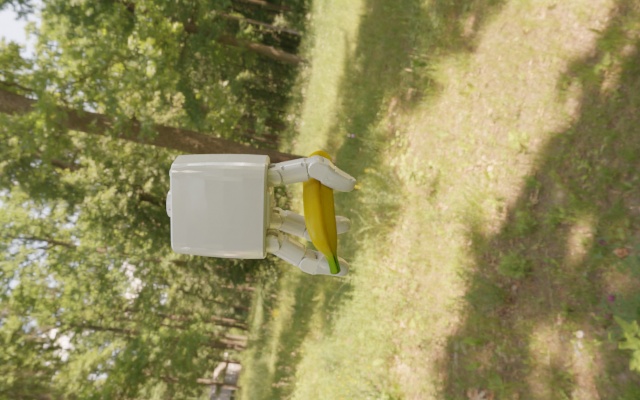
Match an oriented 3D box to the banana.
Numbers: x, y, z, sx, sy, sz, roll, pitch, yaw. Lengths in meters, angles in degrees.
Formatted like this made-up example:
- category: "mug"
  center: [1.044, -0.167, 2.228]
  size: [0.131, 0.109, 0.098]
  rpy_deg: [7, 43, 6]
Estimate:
- category: "banana"
  center: [-0.002, -0.008, 0.581]
  size: [0.037, 0.197, 0.070]
  rpy_deg: [-5, -43, 3]
